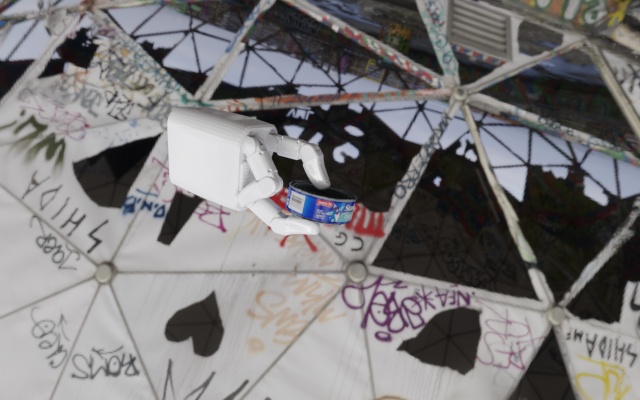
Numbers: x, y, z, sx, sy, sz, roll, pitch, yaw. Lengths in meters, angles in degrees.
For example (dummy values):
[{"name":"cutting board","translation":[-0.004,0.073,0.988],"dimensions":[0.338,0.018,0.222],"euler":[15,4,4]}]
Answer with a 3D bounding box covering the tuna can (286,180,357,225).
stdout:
[{"name":"tuna can","translation":[0.000,0.003,0.595],"dimensions":[0.086,0.034,0.086],"euler":[12,12,-3]}]
